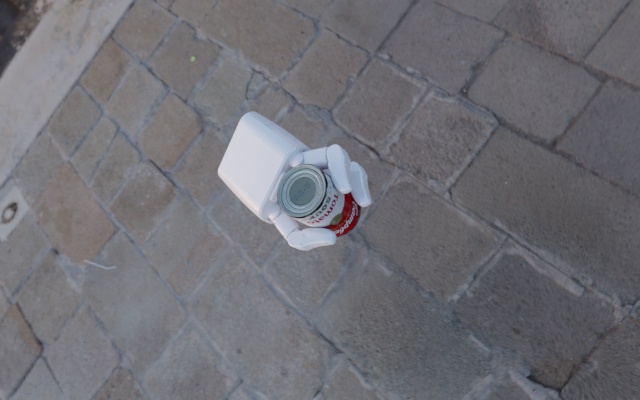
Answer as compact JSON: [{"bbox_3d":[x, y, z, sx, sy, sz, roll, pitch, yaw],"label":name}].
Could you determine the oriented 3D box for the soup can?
[{"bbox_3d":[0.000,0.002,0.590,0.068,0.068,0.102,0,-16,28],"label":"soup can"}]
